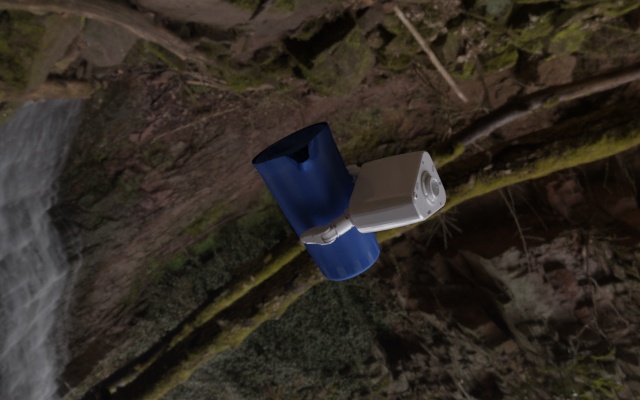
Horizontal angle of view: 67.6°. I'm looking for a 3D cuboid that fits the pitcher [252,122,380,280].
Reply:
[{"bbox_3d":[0.000,0.003,0.785,0.145,0.243,0.149,-13,23,36],"label":"pitcher"}]
